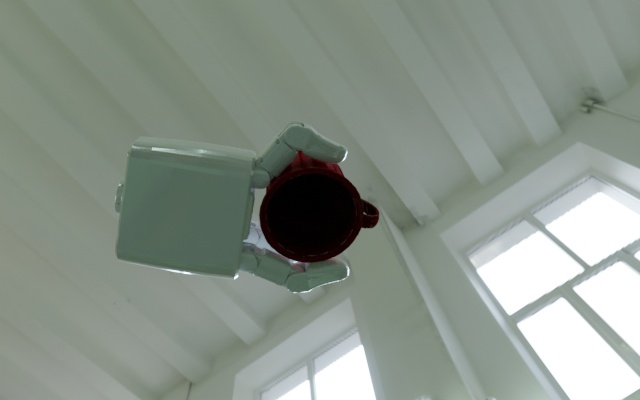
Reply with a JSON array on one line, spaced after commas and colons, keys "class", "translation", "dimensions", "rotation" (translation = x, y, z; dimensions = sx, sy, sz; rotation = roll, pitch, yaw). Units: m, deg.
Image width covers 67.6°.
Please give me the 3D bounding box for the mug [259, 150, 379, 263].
[{"class": "mug", "translation": [0.001, 0.002, 0.461], "dimensions": [0.117, 0.093, 0.081], "rotation": [9, 21, -10]}]
